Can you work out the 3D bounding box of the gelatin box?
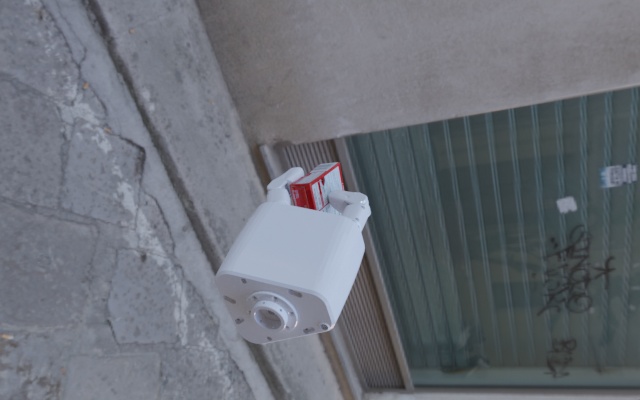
[{"bbox_3d":[0.001,0.002,0.569,0.030,0.073,0.089,-2,19,27],"label":"gelatin box"}]
